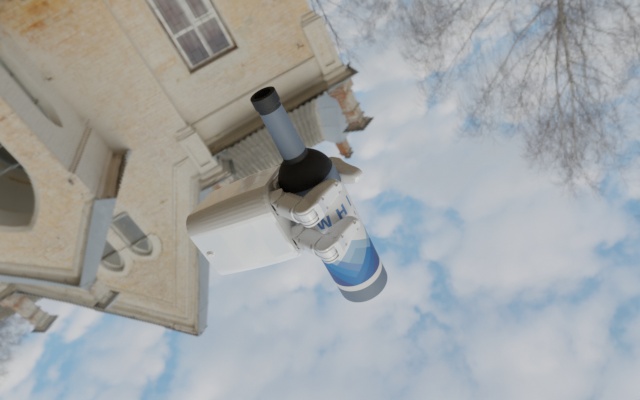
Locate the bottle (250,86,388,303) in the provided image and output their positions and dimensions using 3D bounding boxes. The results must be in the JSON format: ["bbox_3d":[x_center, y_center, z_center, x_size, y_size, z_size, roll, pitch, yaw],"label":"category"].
[{"bbox_3d":[0.000,0.002,0.554,0.069,0.296,0.069,-19,35,14],"label":"bottle"}]
